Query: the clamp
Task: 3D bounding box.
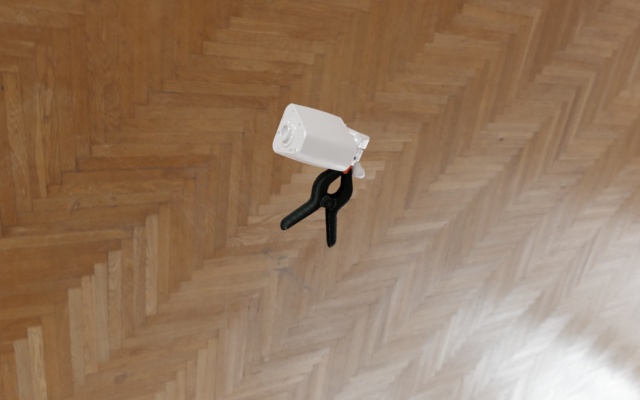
[{"bbox_3d":[0.001,0.003,0.888,0.120,0.171,0.039,12,16,-30],"label":"clamp"}]
